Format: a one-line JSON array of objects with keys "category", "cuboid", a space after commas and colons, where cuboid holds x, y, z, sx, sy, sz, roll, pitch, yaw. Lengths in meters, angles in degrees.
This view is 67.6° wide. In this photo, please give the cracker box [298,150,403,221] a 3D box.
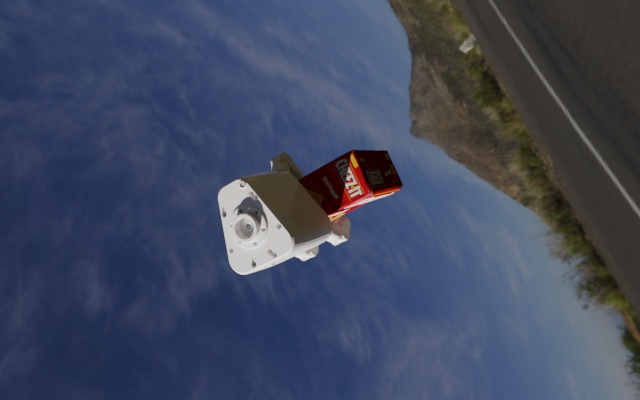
[{"category": "cracker box", "cuboid": [0.000, 0.002, 0.713, 0.214, 0.072, 0.164, -27, -5, 24]}]
